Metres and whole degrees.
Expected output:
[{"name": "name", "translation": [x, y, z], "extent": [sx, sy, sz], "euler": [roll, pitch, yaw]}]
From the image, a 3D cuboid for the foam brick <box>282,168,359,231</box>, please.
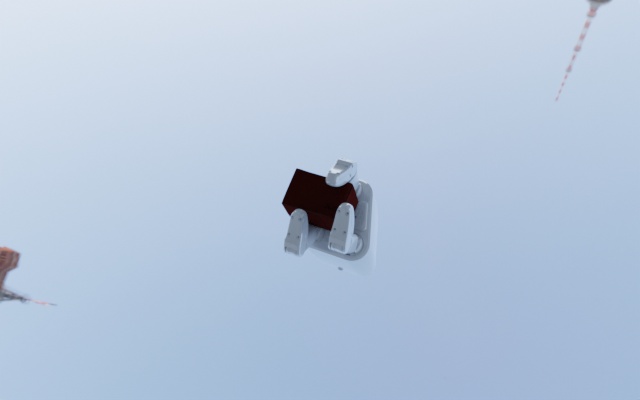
[{"name": "foam brick", "translation": [0.000, 0.002, 0.598], "extent": [0.078, 0.053, 0.051], "euler": [17, -20, 19]}]
